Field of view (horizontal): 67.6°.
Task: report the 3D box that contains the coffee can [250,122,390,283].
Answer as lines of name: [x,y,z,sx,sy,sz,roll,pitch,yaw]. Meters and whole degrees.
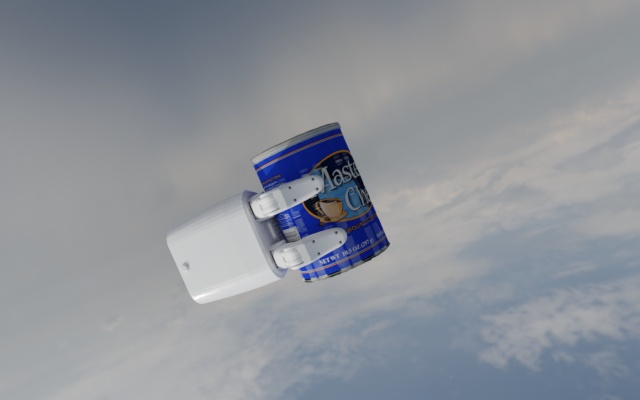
coffee can: [0.000,0.001,0.510,0.103,0.140,0.103,-23,2,1]
